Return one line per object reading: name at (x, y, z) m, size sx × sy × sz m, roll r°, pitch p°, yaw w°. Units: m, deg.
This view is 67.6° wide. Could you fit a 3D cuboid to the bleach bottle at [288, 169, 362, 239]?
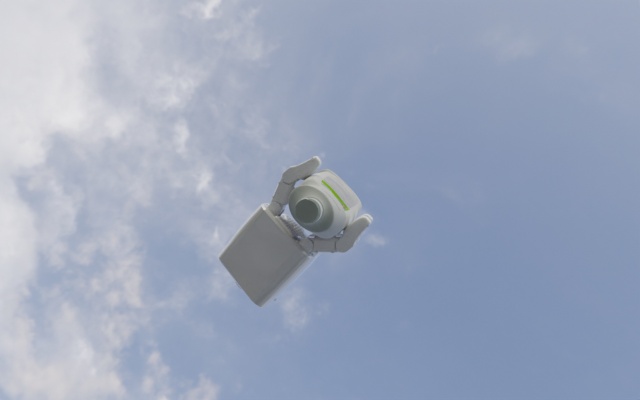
bleach bottle at (0.000, 0.002, 0.674) m, size 0.102 × 0.068 × 0.251 m, roll 44°, pitch 8°, yaw 6°
